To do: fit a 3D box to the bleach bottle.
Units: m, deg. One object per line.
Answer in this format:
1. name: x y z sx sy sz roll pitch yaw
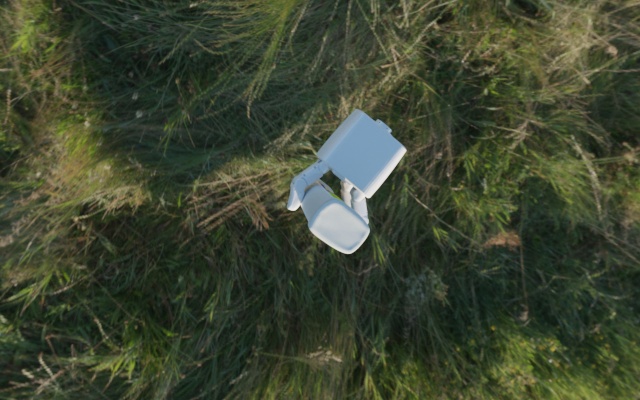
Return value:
1. bleach bottle: 0.000 0.003 0.853 0.102 0.068 0.250 37 6 -24
